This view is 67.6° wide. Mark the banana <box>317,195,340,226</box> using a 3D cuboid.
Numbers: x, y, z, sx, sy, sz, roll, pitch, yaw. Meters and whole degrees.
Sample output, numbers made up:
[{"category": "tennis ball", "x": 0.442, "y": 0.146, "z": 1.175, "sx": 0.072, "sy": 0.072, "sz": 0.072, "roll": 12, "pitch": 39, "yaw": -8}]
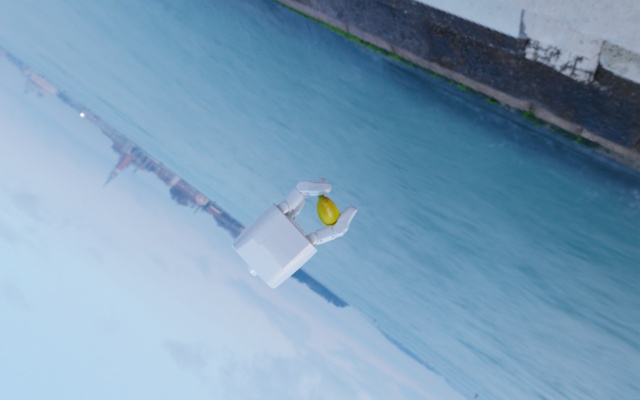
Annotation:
[{"category": "banana", "x": 0.010, "y": 0.018, "z": 0.894, "sx": 0.037, "sy": 0.069, "sz": 0.198, "roll": -33, "pitch": 8, "yaw": -1}]
